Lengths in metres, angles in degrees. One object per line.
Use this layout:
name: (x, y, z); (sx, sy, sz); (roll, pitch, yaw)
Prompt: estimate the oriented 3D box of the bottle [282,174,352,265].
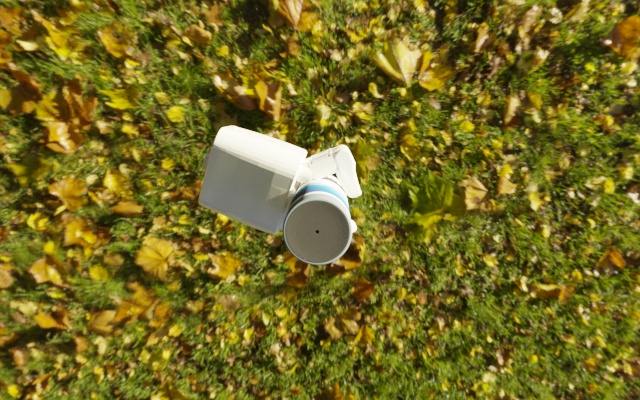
bottle: (0.000, 0.002, 0.597); (0.069, 0.069, 0.295); (0, 11, 1)
